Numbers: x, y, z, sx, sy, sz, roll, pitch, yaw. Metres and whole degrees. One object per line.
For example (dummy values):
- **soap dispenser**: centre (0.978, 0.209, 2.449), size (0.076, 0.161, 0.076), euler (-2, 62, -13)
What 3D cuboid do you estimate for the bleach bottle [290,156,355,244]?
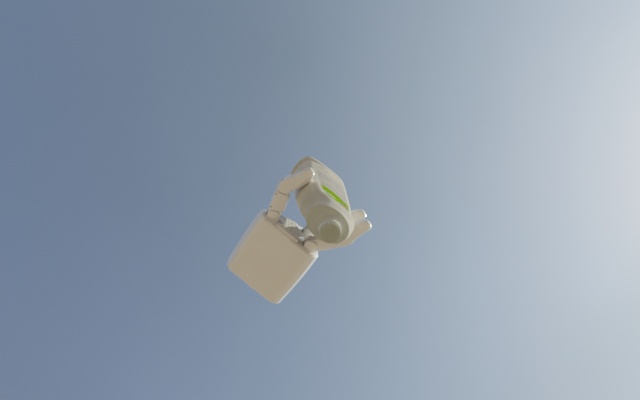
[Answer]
- **bleach bottle**: centre (0.000, 0.002, 0.753), size (0.102, 0.068, 0.250), euler (35, 12, -12)
